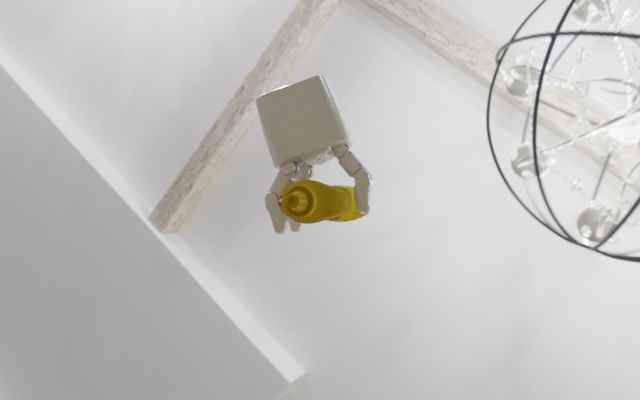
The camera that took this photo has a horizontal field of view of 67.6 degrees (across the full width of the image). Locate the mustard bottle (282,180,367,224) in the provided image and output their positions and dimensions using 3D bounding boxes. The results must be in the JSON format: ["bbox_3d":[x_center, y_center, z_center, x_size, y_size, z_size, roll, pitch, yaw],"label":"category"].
[{"bbox_3d":[0.000,0.003,0.669,0.096,0.058,0.191,3,0,21],"label":"mustard bottle"}]
